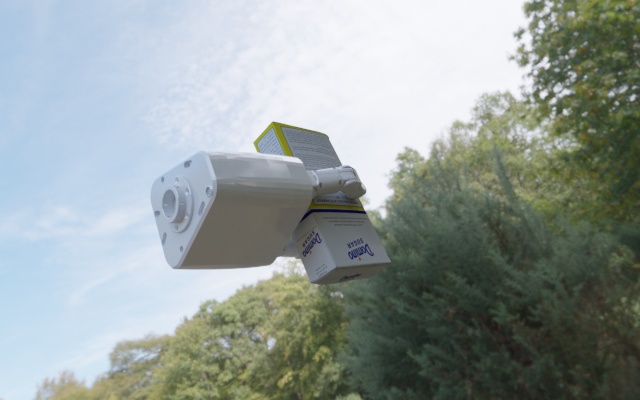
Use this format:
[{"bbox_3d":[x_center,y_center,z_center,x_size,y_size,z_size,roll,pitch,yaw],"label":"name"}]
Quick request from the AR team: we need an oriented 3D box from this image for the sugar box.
[{"bbox_3d":[0.000,0.002,0.514,0.093,0.176,0.048,4,-34,-47],"label":"sugar box"}]
